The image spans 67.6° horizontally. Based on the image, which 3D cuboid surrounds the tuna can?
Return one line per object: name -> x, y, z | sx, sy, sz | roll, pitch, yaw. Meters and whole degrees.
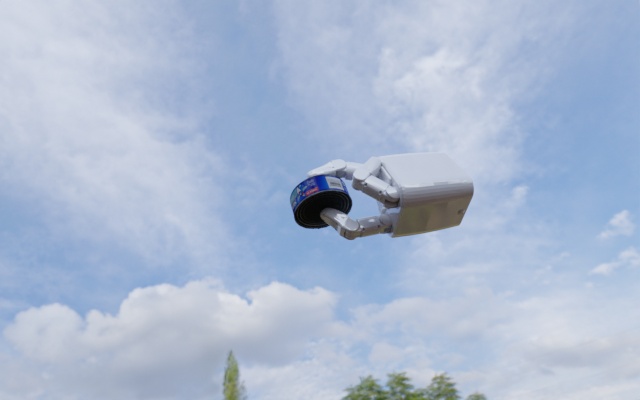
tuna can -> 0.000, 0.002, 0.682 | 0.086, 0.033, 0.086 | -12, -37, -9
